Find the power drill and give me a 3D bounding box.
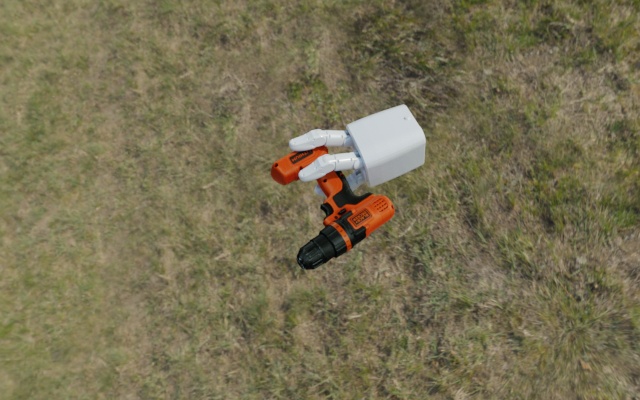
[{"bbox_3d":[0.000,0.002,0.782,0.184,0.187,0.057,-31,-19,-22],"label":"power drill"}]
